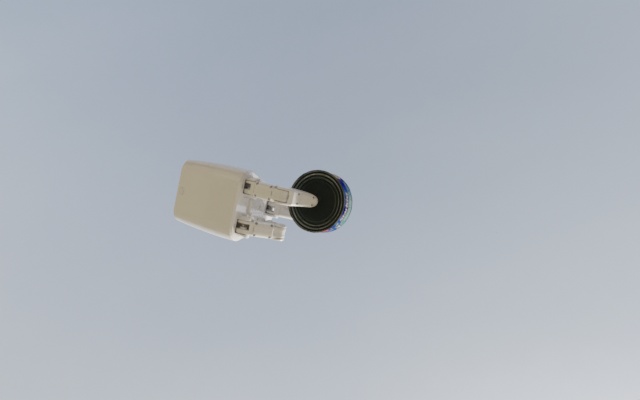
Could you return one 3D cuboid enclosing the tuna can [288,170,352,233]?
[{"bbox_3d":[0.000,0.002,0.661,0.086,0.086,0.034,0,-5,26],"label":"tuna can"}]
